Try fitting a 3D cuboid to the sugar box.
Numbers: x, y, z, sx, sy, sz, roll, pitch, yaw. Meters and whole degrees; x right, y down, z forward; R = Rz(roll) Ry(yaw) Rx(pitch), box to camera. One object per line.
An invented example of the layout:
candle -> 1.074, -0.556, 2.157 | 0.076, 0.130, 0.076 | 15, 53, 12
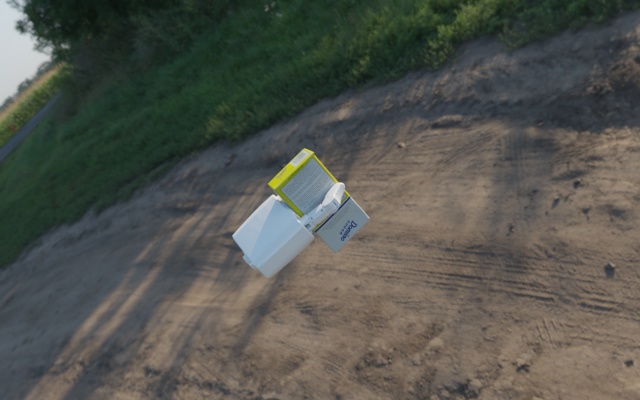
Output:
sugar box -> 0.000, 0.003, 0.850 | 0.176, 0.093, 0.048 | 49, -5, -30
